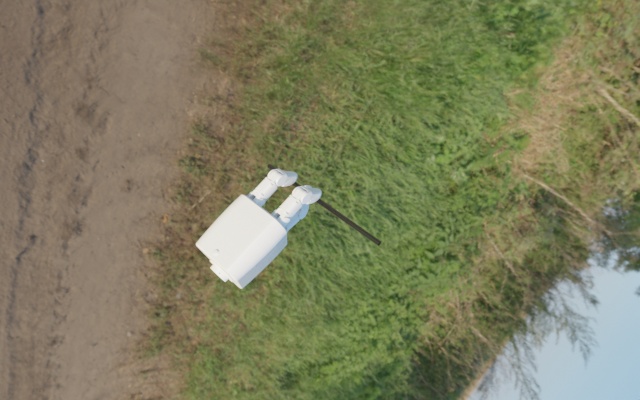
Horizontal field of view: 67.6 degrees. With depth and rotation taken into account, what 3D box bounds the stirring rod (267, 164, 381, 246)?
[{"bbox_3d":[0.000,0.003,0.766,0.239,0.011,0.011,35,17,26],"label":"stirring rod"}]
